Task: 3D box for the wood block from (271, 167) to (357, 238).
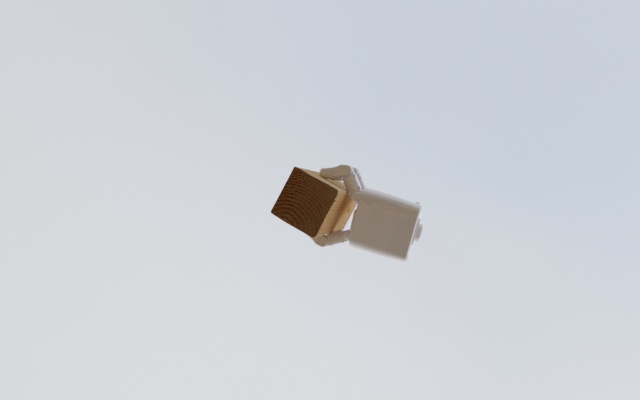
[{"bbox_3d":[0.000,0.003,0.874,0.090,0.091,0.206,29,7,14],"label":"wood block"}]
